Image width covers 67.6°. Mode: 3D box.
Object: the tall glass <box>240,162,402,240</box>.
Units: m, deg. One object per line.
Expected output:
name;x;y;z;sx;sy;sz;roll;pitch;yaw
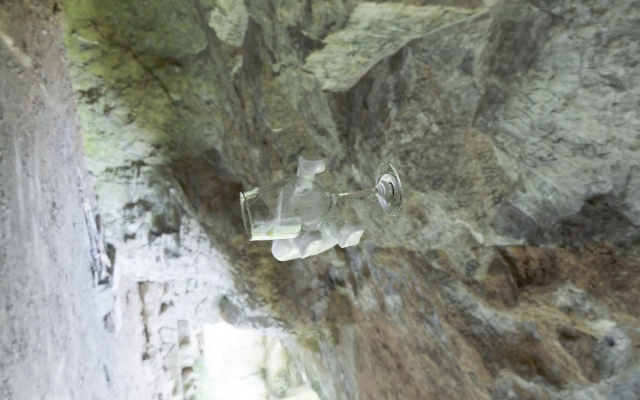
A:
tall glass;0.001;0.002;0.622;0.201;0.079;0.079;-11;3;-18
